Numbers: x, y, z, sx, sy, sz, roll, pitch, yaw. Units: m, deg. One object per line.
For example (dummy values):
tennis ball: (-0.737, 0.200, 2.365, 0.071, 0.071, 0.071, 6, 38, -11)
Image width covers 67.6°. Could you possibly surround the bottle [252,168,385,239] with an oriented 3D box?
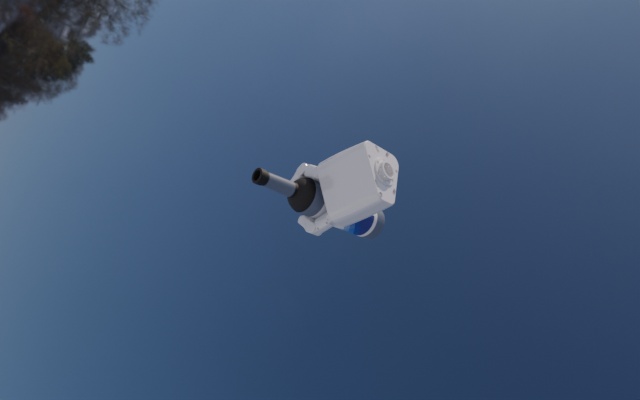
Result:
bottle: (0.000, 0.003, 0.869, 0.296, 0.069, 0.069, 23, -15, -40)
